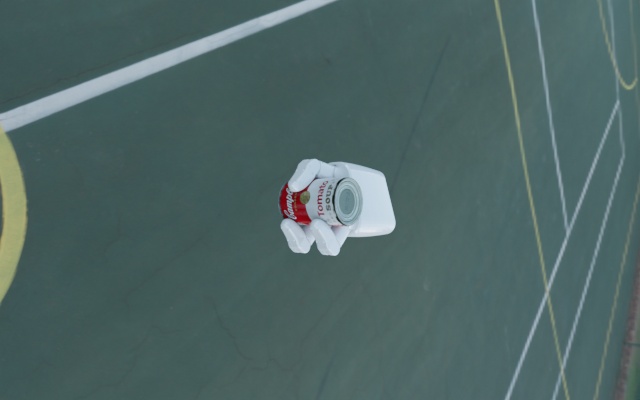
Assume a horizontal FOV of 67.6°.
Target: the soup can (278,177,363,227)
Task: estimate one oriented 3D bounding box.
[{"bbox_3d":[0.000,0.002,0.673,0.102,0.068,0.068,-1,0,40],"label":"soup can"}]
